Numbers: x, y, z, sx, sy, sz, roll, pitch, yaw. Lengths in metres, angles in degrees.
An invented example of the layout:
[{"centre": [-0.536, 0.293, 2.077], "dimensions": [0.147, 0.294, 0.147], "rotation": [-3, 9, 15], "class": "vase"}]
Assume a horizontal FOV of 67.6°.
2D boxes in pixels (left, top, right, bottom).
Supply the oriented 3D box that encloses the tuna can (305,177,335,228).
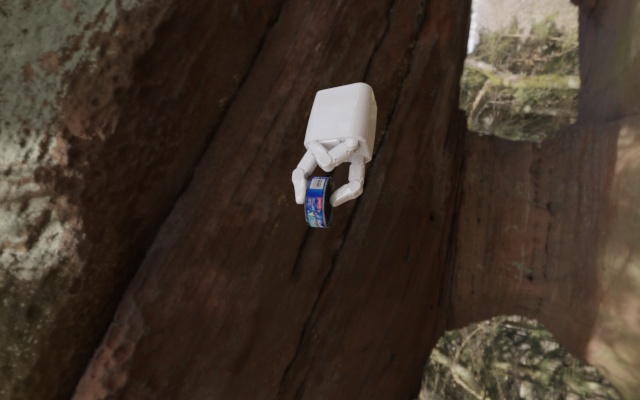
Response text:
[{"centre": [0.000, 0.003, 0.802], "dimensions": [0.034, 0.086, 0.086], "rotation": [2, 0, 13], "class": "tuna can"}]
